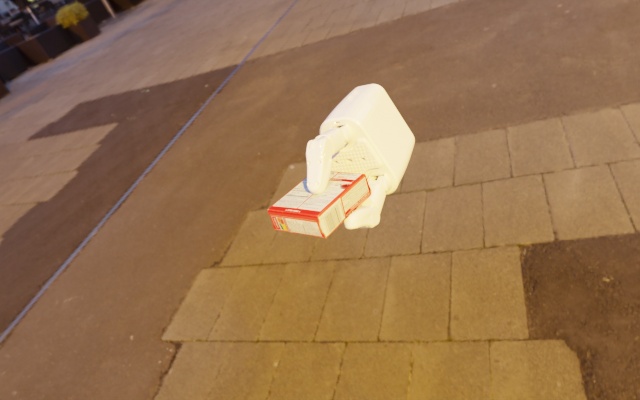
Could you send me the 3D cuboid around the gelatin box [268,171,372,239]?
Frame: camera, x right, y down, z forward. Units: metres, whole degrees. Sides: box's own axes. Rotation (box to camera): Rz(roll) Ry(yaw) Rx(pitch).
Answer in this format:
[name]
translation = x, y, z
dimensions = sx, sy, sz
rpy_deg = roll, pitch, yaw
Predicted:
[gelatin box]
translation = 0.000, 0.001, 0.510
dimensions = 0.073, 0.030, 0.089
rpy_deg = 6, 35, 41
